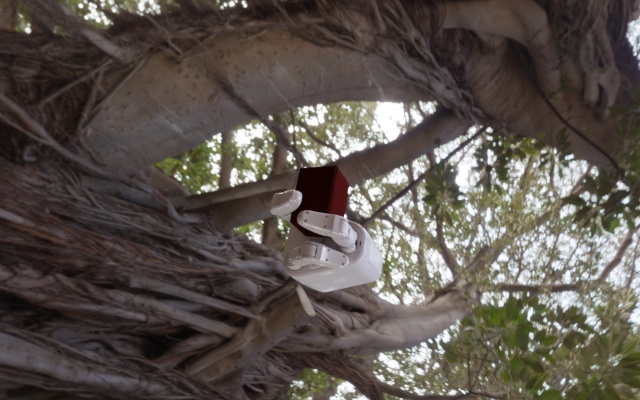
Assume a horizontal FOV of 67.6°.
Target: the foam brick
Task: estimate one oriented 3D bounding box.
[{"bbox_3d":[0.000,0.002,0.609,0.053,0.078,0.051,0,-23,24],"label":"foam brick"}]
